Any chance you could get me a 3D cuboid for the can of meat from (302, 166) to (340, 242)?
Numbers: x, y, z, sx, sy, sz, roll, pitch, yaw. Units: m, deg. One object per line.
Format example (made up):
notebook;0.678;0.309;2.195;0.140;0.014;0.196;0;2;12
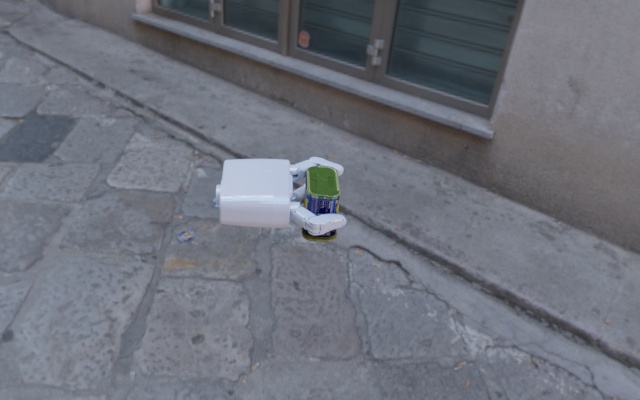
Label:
can of meat;0.000;0.002;0.767;0.057;0.084;0.102;3;32;-5
